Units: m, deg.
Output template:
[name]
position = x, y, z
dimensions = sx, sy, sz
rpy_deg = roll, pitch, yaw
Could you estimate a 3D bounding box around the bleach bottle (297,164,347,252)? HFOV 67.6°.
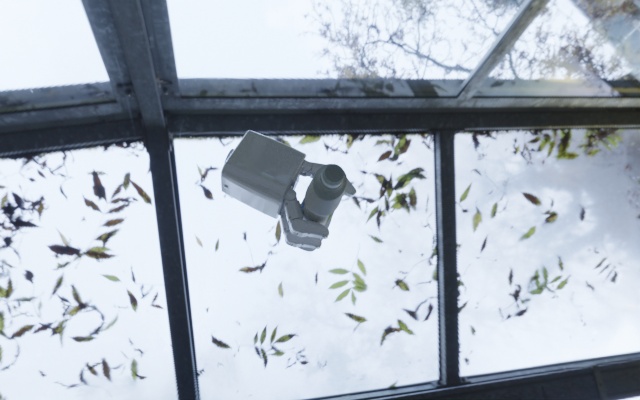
[bleach bottle]
position = 0.000, 0.003, 0.780
dimensions = 0.068, 0.102, 0.251
rpy_deg = 24, -25, 0
